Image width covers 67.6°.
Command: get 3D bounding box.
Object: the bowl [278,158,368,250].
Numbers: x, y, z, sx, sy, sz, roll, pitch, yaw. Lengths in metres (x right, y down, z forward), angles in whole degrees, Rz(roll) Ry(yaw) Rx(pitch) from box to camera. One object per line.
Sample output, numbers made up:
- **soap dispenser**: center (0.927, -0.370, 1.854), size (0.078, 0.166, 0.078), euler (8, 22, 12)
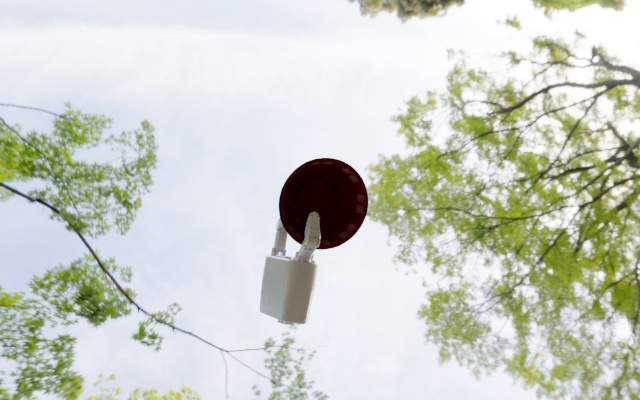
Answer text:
- **bowl**: center (0.001, 0.001, 0.843), size (0.162, 0.162, 0.055), euler (0, 10, -17)
